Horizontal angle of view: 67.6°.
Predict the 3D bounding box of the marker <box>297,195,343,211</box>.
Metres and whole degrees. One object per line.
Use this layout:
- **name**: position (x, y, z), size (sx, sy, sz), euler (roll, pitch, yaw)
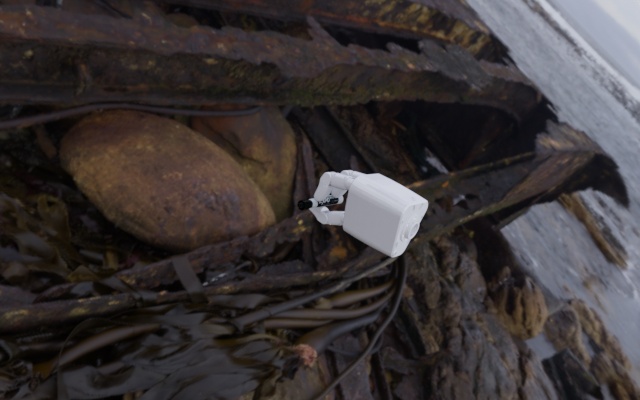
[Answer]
- **marker**: position (0.000, 0.003, 0.874), size (0.020, 0.020, 0.121), euler (0, 6, 37)
